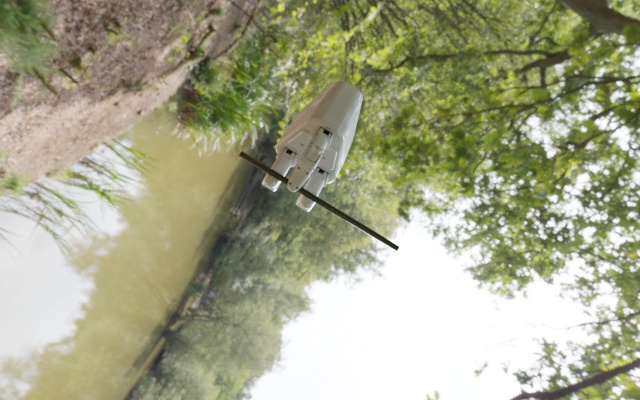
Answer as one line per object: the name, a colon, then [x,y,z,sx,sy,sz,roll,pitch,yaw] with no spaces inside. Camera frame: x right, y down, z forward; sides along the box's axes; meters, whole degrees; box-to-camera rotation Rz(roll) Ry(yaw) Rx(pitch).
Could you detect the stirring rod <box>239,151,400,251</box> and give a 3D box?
stirring rod: [0.000,0.002,0.620,0.239,0.011,0.011,31,-3,-5]
